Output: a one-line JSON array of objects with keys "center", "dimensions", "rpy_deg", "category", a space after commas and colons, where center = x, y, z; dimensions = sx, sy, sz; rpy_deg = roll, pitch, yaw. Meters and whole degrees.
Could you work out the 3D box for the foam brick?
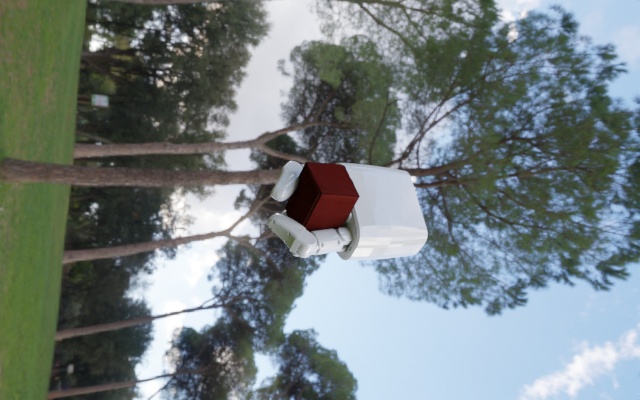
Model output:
[{"center": [0.000, 0.002, 0.543], "dimensions": [0.051, 0.053, 0.078], "rpy_deg": [2, -44, -28], "category": "foam brick"}]
